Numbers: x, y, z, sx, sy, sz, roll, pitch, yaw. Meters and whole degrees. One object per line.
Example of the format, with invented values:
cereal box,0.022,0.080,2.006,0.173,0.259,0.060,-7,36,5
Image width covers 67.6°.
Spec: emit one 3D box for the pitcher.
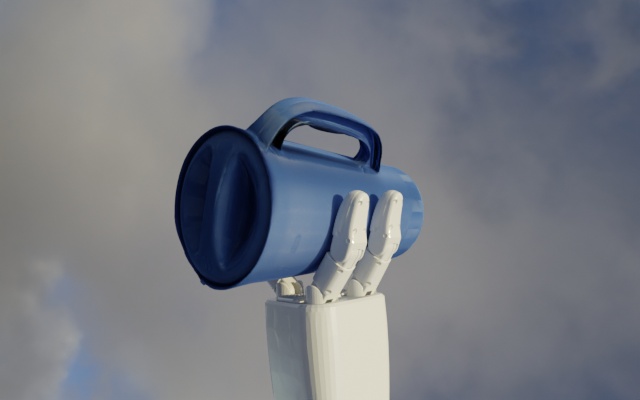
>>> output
pitcher,0.000,0.002,0.462,0.149,0.145,0.243,-11,-10,42
